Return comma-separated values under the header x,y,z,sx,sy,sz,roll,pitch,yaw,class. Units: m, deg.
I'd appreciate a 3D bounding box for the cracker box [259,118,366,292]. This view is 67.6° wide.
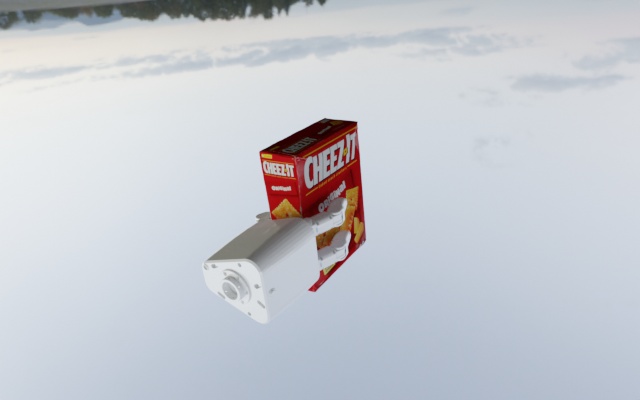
x,y,z,sx,sy,sz,roll,pitch,yaw,class
0.000,0.002,0.720,0.072,0.214,0.164,11,30,32,cracker box
